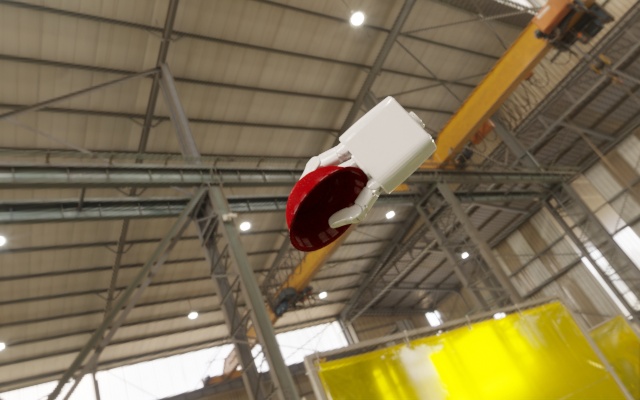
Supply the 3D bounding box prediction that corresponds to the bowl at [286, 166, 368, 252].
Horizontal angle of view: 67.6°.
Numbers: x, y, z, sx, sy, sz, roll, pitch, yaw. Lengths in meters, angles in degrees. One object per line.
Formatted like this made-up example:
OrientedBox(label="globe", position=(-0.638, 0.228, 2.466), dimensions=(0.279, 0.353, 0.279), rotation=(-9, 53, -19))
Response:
OrientedBox(label="bowl", position=(-0.001, 0.003, 0.761), dimensions=(0.162, 0.162, 0.055), rotation=(0, 33, -50))
